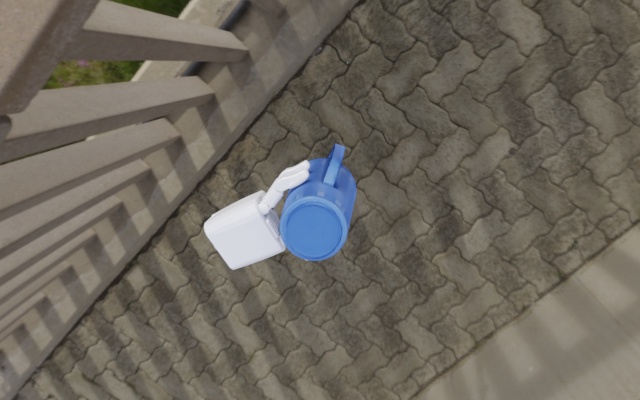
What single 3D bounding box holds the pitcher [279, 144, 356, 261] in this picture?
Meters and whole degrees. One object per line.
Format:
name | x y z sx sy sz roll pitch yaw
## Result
pitcher | 0.000 0.003 0.846 0.145 0.149 0.242 -22 14 10
